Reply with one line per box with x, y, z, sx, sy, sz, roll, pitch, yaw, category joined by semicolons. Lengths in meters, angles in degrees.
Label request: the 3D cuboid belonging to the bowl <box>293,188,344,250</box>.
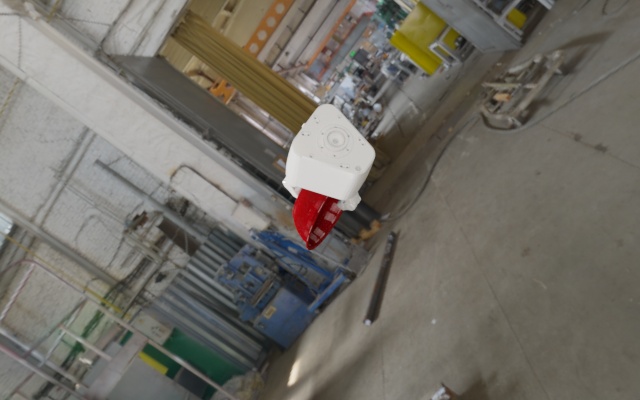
0.000;0.003;0.817;0.055;0.162;0.162;30;8;15;bowl
